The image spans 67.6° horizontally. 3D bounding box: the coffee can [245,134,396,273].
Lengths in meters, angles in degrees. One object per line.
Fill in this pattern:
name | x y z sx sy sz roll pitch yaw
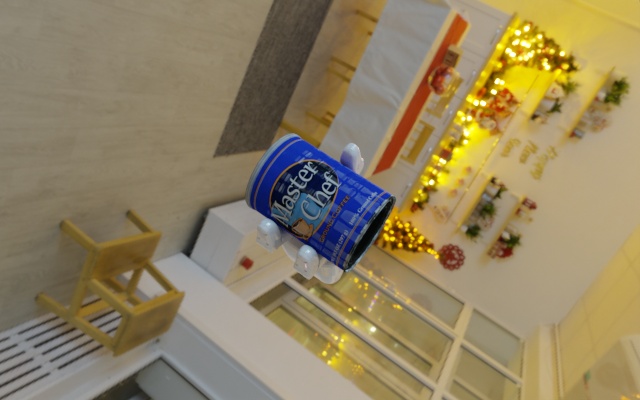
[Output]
coffee can | 0.000 0.002 0.548 0.140 0.103 0.103 33 10 15
